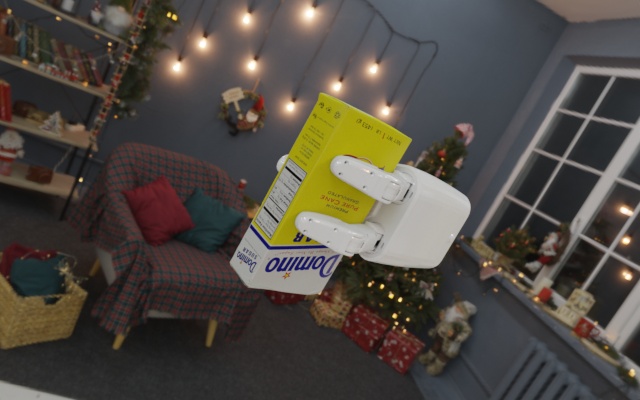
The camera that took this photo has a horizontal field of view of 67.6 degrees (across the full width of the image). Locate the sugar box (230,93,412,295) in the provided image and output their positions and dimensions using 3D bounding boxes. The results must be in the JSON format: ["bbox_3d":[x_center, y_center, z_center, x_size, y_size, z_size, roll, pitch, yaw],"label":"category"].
[{"bbox_3d":[0.001,0.002,0.430,0.093,0.176,0.048,16,16,-43],"label":"sugar box"}]
